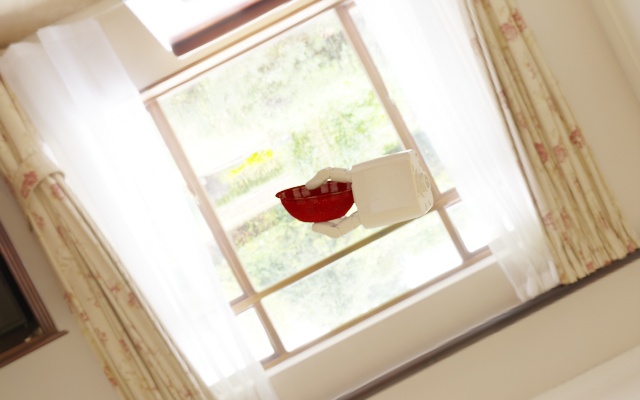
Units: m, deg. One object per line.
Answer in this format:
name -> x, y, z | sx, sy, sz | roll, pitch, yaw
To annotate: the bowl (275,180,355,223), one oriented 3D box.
bowl -> -0.001, 0.003, 0.871 | 0.162, 0.055, 0.162 | -8, 11, 2
